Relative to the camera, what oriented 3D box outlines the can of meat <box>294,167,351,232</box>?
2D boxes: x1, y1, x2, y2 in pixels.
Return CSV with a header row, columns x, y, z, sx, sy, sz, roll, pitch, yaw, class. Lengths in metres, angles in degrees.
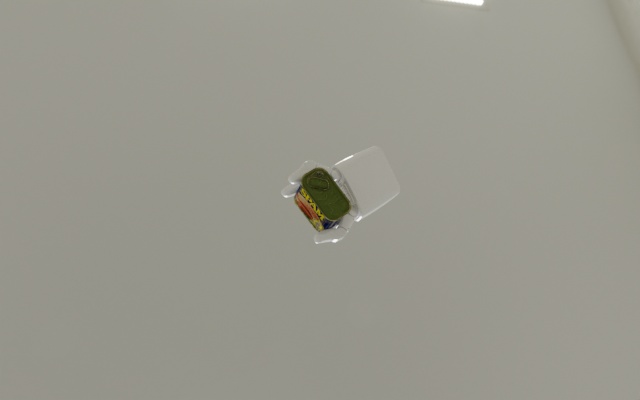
x,y,z,sx,sy,sz,roll,pitch,yaw,class
0.000,0.003,0.879,0.057,0.102,0.084,-33,-10,-24,can of meat
